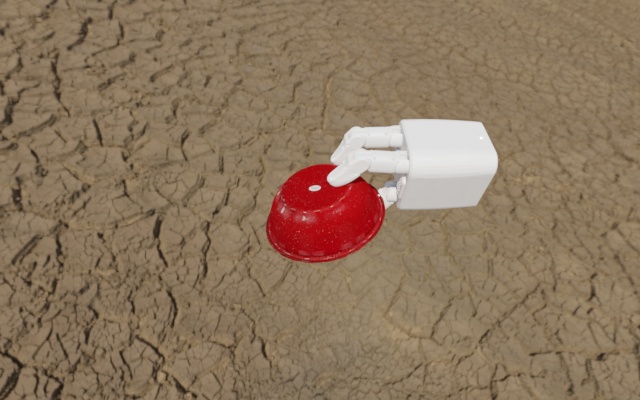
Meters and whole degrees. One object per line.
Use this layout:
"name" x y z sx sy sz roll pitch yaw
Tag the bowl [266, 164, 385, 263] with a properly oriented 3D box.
"bowl" -0.001 0.002 0.615 0.162 0.055 0.162 -9 41 8
